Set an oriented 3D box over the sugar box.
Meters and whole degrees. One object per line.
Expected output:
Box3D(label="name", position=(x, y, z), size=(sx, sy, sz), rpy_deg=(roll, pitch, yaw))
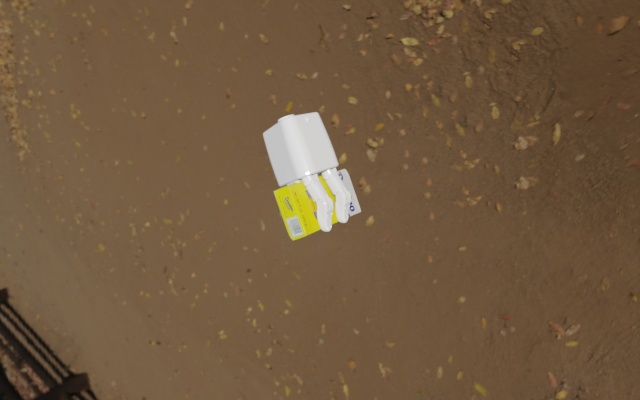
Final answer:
Box3D(label="sugar box", position=(0.000, 0.003, 0.877), size=(0.048, 0.093, 0.176), rpy_deg=(-18, 2, 42))
